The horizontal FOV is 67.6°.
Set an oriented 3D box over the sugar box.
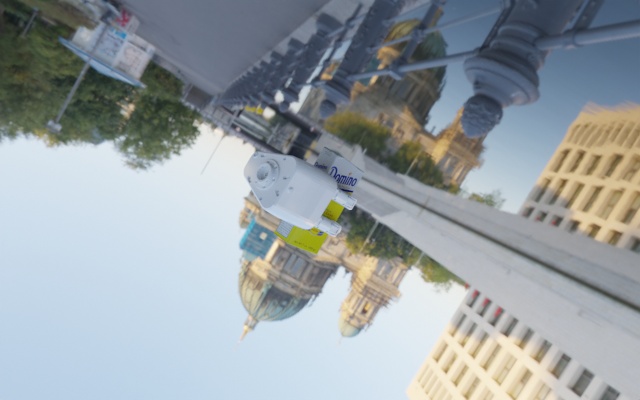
[{"bbox_3d":[0.000,0.003,0.850,0.048,0.176,0.093,34,4,40],"label":"sugar box"}]
